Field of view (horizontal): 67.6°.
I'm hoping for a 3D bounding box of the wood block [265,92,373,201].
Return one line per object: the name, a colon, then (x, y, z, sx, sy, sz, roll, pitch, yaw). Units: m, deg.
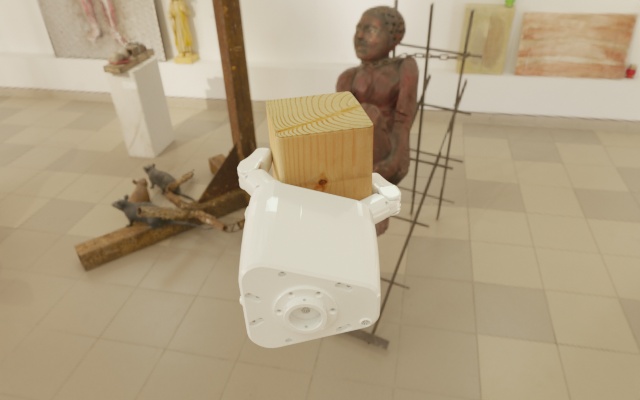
wood block: (0.000, 0.002, 0.510, 0.091, 0.206, 0.090, -8, 34, -9)
